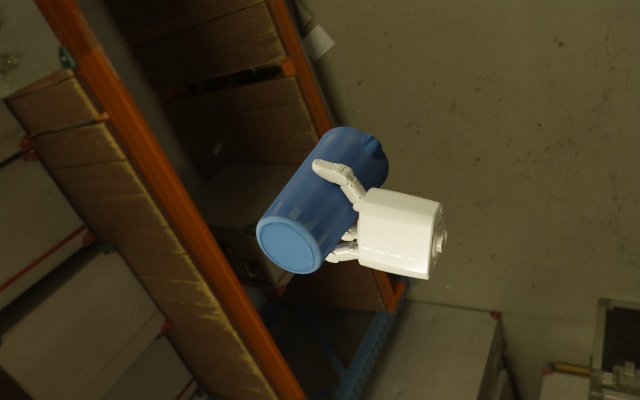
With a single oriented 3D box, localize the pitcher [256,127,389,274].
[{"bbox_3d":[0.000,0.002,0.758,0.145,0.149,0.242,11,41,26],"label":"pitcher"}]
